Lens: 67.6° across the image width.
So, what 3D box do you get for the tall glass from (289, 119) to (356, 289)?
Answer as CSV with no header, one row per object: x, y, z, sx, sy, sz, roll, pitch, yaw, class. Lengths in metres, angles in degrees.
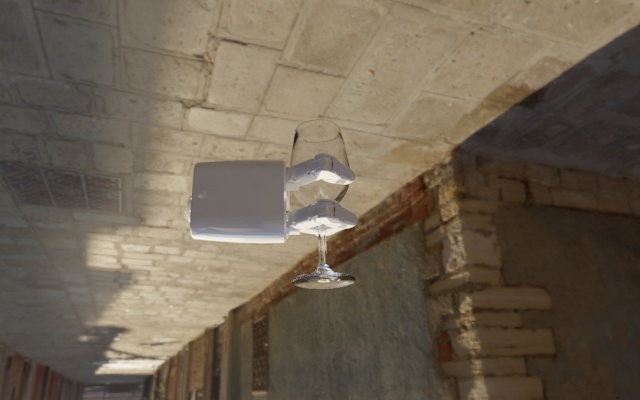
0.000,0.003,0.588,0.079,0.201,0.079,-2,-22,-1,tall glass
